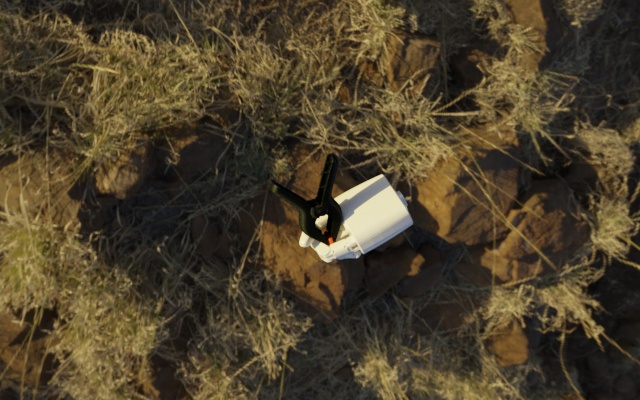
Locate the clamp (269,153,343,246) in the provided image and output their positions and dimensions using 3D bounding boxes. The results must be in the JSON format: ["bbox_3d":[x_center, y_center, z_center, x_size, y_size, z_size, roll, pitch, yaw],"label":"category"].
[{"bbox_3d":[0.000,0.003,0.816,0.120,0.172,0.039,-30,37,1],"label":"clamp"}]
